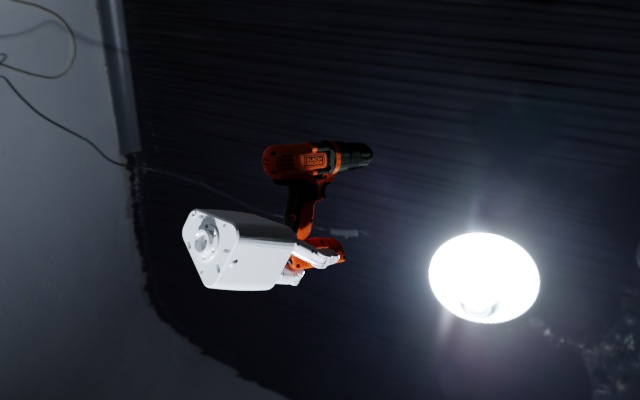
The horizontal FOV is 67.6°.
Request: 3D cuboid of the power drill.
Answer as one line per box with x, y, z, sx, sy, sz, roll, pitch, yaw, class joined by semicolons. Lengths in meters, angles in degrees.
0.000;0.003;0.727;0.184;0.188;0.057;-6;12;-30;power drill
